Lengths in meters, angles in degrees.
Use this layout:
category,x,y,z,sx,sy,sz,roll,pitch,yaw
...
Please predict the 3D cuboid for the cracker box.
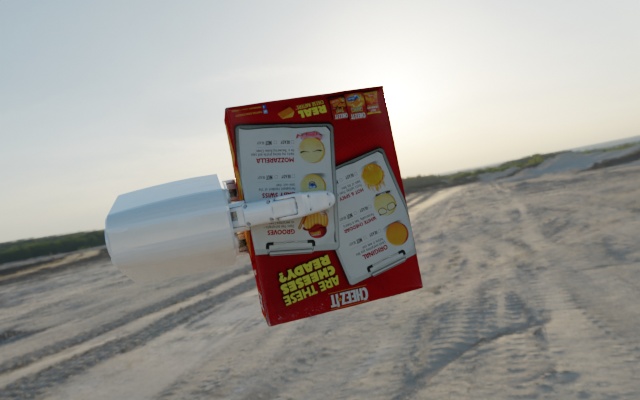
category,x,y,z,sx,sy,sz,roll,pitch,yaw
cracker box,0.000,0.001,0.498,0.164,0.213,0.072,-11,0,-12
